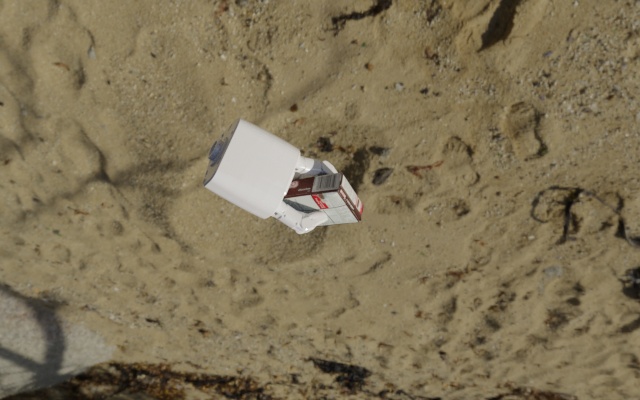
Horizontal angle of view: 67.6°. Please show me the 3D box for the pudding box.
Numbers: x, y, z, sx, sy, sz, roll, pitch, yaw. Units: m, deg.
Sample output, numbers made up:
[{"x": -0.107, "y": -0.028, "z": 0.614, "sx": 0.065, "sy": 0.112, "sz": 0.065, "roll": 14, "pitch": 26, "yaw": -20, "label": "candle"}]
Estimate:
[{"x": 0.000, "y": 0.003, "z": 0.766, "sx": 0.113, "sy": 0.039, "sz": 0.090, "roll": -6, "pitch": -37, "yaw": 28, "label": "pudding box"}]
